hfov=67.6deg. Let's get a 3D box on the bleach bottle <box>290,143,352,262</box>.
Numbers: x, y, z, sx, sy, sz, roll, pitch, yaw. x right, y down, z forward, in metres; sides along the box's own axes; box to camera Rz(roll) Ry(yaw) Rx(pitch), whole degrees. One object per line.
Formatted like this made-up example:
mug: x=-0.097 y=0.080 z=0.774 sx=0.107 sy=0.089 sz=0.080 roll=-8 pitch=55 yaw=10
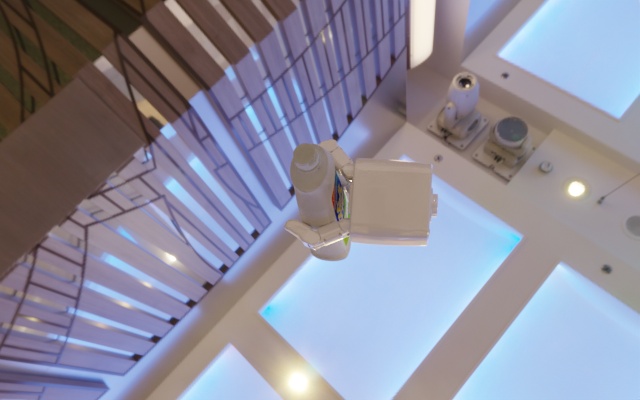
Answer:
bleach bottle: x=0.000 y=0.002 z=0.684 sx=0.068 sy=0.102 sz=0.251 roll=3 pitch=-24 yaw=12
